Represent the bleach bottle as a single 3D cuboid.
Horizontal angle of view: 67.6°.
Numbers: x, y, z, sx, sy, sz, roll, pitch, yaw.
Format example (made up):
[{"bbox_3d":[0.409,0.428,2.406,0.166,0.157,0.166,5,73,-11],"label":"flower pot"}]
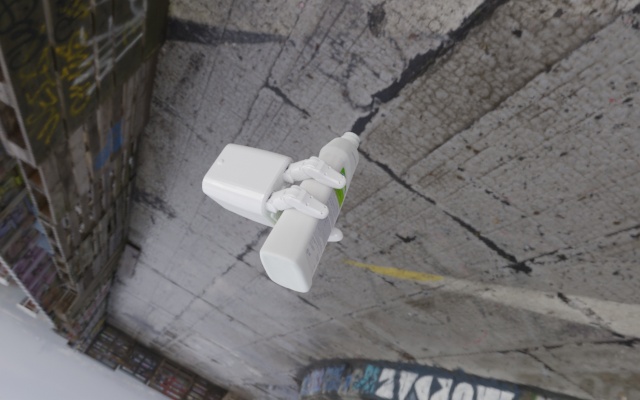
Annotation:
[{"bbox_3d":[0.000,0.002,0.706,0.068,0.250,0.103,16,-31,20],"label":"bleach bottle"}]
